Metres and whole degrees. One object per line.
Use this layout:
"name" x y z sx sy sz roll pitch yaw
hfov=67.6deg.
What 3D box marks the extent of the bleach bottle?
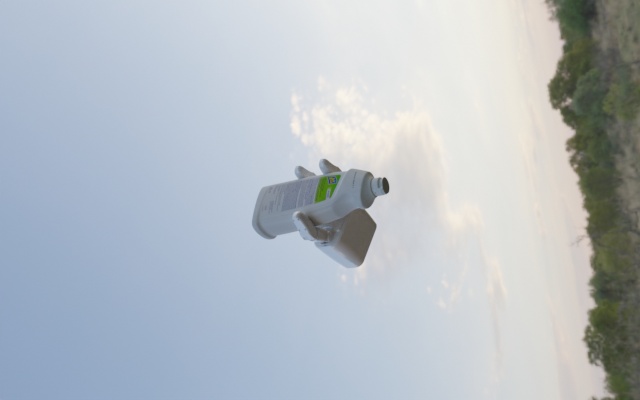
"bleach bottle" 0.000 0.003 0.838 0.251 0.102 0.068 -11 -35 31
